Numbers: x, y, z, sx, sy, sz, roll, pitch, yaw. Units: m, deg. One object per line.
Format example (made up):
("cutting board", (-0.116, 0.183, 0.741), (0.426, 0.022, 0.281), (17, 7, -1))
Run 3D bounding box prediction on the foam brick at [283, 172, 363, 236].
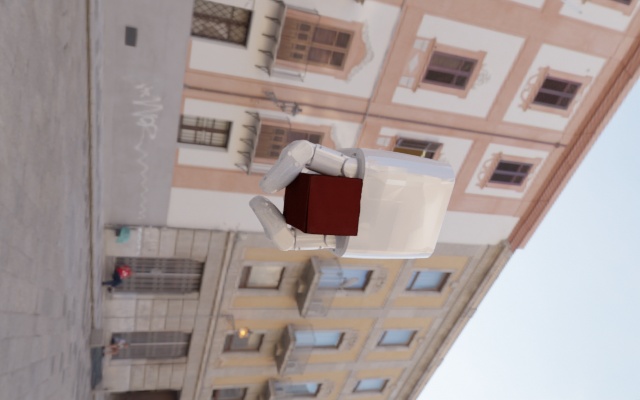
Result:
("foam brick", (0.000, 0.002, 0.445), (0.051, 0.053, 0.078), (5, 4, -19))
